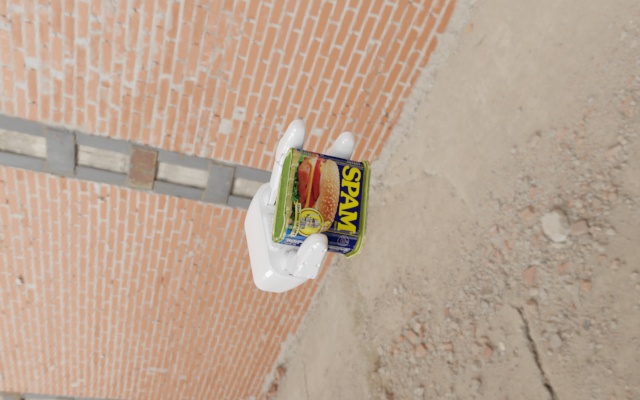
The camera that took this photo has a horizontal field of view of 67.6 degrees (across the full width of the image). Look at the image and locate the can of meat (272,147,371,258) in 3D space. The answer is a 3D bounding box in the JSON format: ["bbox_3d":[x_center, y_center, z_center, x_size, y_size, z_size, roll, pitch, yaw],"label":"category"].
[{"bbox_3d":[0.000,0.002,0.488,0.084,0.102,0.057,11,-18,-15],"label":"can of meat"}]
